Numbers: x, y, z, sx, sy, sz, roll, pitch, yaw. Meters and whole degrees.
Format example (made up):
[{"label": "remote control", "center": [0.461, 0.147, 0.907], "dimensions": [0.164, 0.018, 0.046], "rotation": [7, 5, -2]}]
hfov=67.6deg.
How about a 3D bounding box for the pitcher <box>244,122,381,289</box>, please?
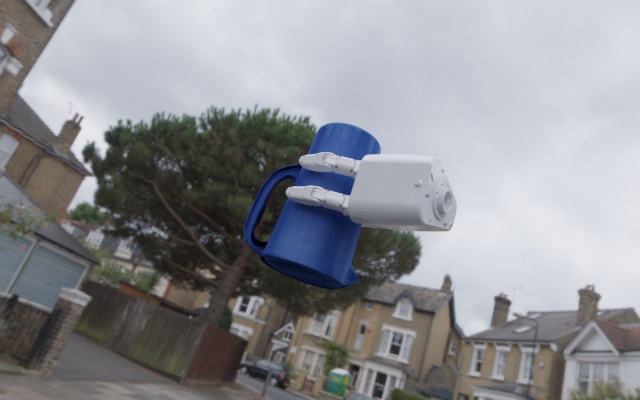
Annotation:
[{"label": "pitcher", "center": [0.000, 0.002, 0.734], "dimensions": [0.145, 0.242, 0.149], "rotation": [3, -25, 40]}]
